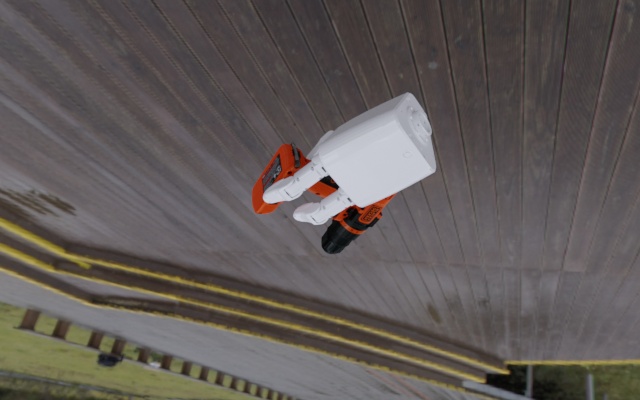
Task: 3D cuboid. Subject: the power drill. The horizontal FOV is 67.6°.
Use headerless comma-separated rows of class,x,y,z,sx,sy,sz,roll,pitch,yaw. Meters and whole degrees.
power drill,0.000,0.002,0.691,0.188,0.057,0.184,15,-51,-30
